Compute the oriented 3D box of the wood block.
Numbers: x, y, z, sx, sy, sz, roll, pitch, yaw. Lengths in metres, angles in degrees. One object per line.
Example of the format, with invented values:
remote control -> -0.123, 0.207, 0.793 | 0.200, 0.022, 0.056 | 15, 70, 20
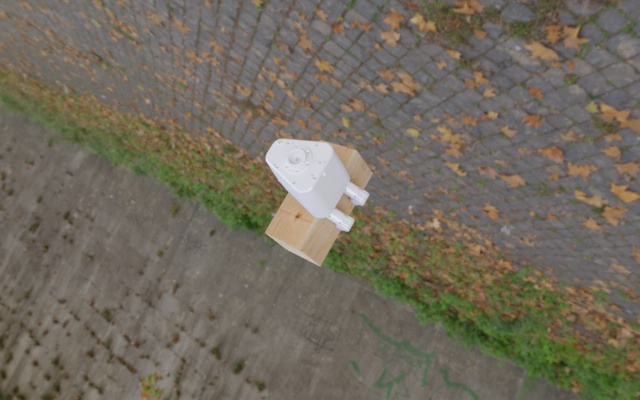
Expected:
wood block -> 0.000, 0.003, 0.892 | 0.091, 0.206, 0.090 | 22, -15, 36
